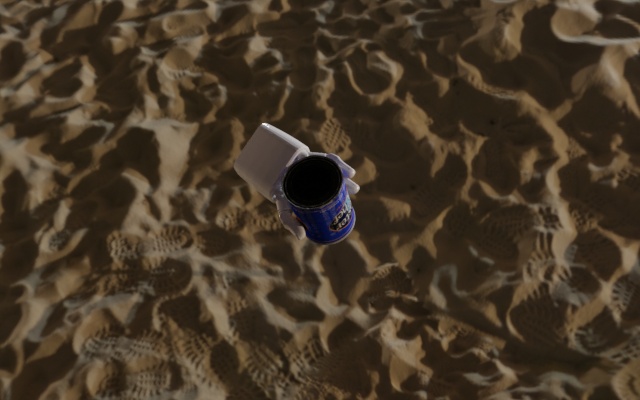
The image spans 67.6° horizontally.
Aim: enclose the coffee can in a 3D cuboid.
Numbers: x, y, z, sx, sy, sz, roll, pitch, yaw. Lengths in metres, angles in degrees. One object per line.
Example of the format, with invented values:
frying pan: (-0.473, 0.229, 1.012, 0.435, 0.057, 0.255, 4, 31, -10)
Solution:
coffee can: (0.000, 0.003, 0.825, 0.103, 0.102, 0.140, 0, -29, 13)
